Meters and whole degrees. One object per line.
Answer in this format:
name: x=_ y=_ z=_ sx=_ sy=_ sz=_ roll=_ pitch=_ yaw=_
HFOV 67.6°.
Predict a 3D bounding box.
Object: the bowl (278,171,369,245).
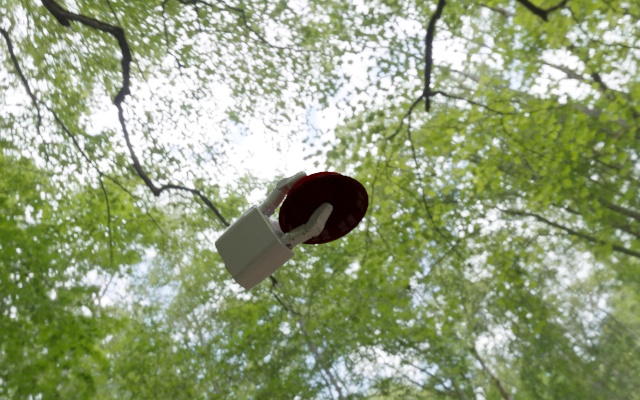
bowl: x=0.001 y=0.002 z=0.839 sx=0.162 sy=0.162 sz=0.055 roll=0 pitch=41 yaw=-20
